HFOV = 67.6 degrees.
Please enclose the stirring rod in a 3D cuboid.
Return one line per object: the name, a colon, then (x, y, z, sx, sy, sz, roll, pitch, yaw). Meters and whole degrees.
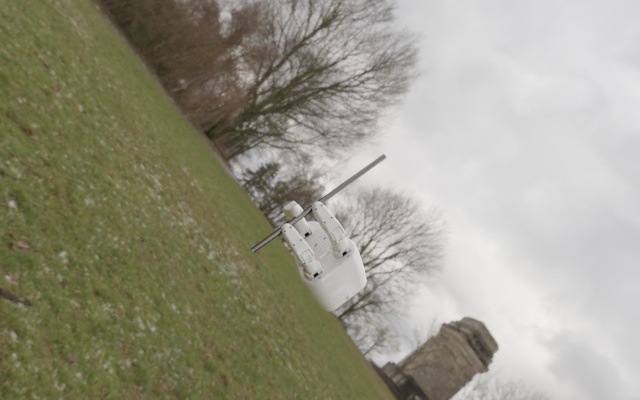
stirring rod: (0.000, 0.002, 0.694, 0.239, 0.011, 0.011, -36, 7, -10)
